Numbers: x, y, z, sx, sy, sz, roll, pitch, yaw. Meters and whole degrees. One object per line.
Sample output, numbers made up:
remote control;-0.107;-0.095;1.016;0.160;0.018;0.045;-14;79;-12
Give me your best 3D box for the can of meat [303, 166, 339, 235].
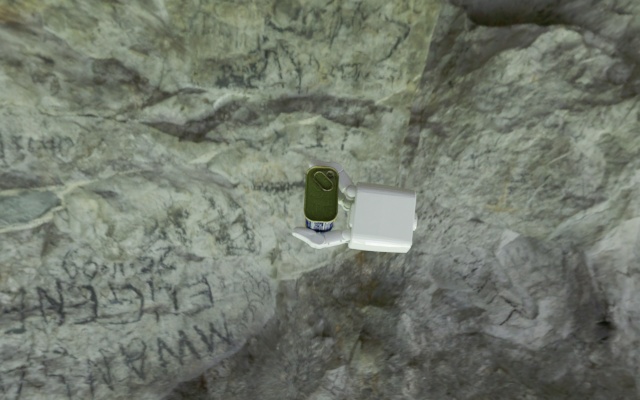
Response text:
can of meat;0.000;0.003;0.839;0.057;0.102;0.084;3;-21;-1
